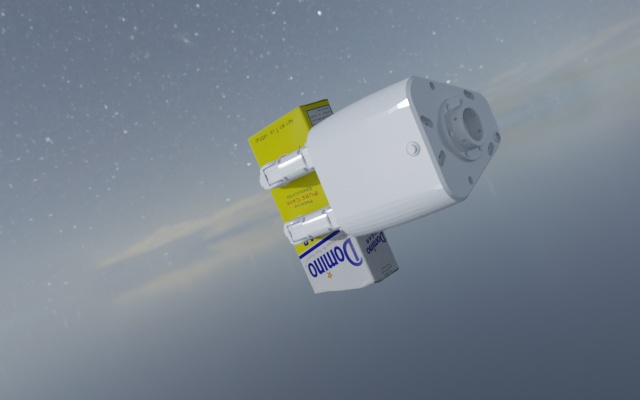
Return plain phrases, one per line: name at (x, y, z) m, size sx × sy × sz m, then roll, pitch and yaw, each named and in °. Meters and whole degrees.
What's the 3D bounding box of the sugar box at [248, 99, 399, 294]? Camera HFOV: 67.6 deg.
sugar box at (0.000, 0.002, 0.470) m, size 0.048 × 0.176 × 0.093 m, roll -23°, pitch 1°, yaw -42°
